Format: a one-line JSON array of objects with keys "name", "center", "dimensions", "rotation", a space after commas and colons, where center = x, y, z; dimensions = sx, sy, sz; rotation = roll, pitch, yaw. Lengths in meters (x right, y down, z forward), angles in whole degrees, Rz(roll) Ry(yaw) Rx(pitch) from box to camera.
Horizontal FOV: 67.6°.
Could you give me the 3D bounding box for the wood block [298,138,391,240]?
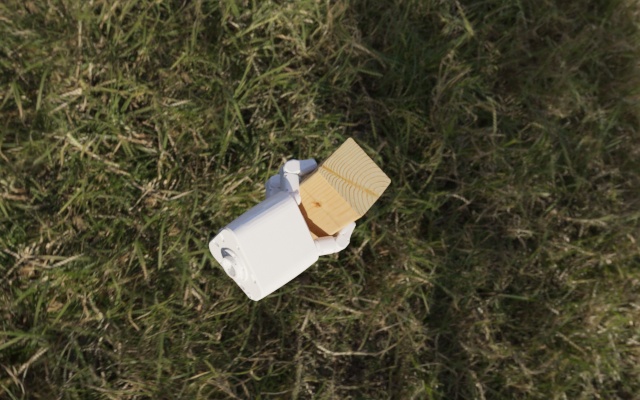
[{"name": "wood block", "center": [0.000, 0.003, 0.747], "dimensions": [0.090, 0.091, 0.206], "rotation": [-47, 6, -36]}]
